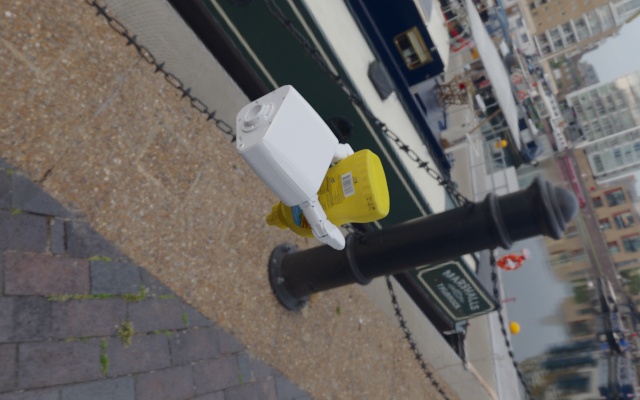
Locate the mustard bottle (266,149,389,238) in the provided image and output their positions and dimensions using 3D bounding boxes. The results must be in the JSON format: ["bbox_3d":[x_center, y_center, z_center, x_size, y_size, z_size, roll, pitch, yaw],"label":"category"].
[{"bbox_3d":[0.001,0.002,0.686,0.191,0.096,0.058,-20,-23,28],"label":"mustard bottle"}]
